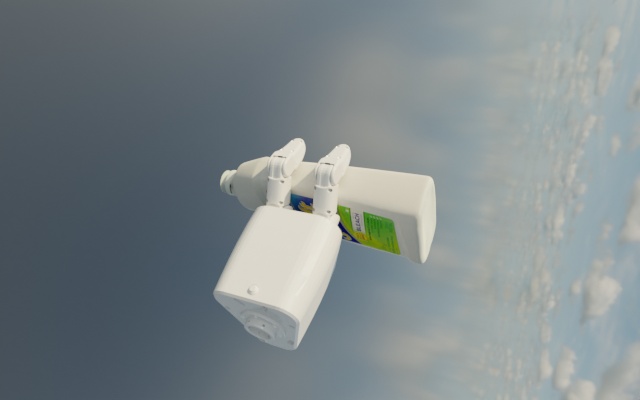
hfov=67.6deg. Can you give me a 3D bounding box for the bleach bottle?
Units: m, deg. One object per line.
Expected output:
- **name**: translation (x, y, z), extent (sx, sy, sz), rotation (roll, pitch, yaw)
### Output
- **bleach bottle**: translation (0.000, 0.002, 0.548), extent (0.251, 0.068, 0.103), rotation (10, -36, 23)
